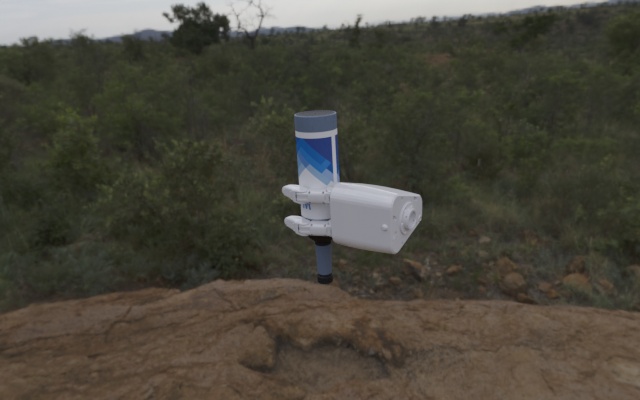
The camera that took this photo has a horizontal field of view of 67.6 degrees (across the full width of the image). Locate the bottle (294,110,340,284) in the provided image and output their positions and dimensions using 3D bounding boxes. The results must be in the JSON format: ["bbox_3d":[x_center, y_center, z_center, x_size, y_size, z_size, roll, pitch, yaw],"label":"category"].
[{"bbox_3d":[0.000,0.002,0.796,0.069,0.296,0.069,-3,19,1],"label":"bottle"}]
